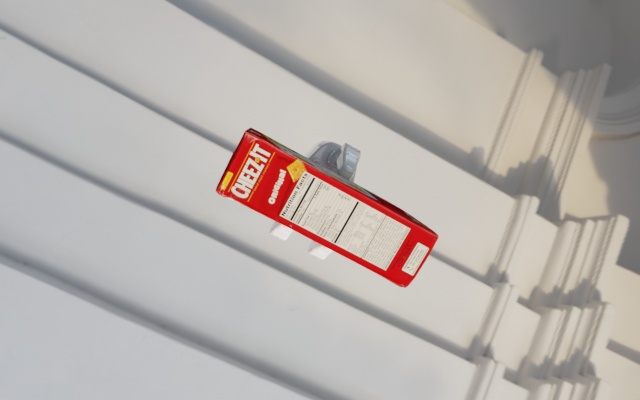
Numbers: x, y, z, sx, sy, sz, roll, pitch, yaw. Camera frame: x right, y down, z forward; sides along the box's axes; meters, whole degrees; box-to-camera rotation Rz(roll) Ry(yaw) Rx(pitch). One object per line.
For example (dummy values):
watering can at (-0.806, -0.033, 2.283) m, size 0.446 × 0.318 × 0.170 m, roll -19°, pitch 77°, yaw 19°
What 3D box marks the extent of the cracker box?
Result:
cracker box at (0.000, 0.002, 0.525) m, size 0.214 × 0.072 × 0.164 m, roll 28°, pitch 5°, yaw -10°
